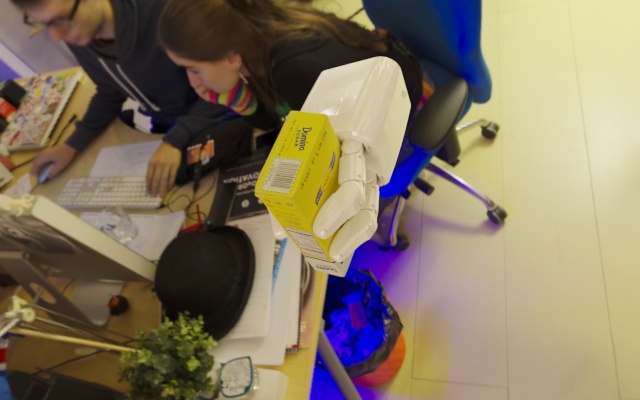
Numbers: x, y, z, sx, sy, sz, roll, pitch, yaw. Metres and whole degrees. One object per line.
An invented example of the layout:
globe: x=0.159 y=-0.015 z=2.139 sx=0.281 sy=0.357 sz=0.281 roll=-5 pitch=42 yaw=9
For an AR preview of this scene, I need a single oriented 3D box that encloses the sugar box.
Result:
sugar box: x=0.001 y=0.002 z=0.488 sx=0.048 sy=0.093 sz=0.176 roll=10 pitch=-26 yaw=27
